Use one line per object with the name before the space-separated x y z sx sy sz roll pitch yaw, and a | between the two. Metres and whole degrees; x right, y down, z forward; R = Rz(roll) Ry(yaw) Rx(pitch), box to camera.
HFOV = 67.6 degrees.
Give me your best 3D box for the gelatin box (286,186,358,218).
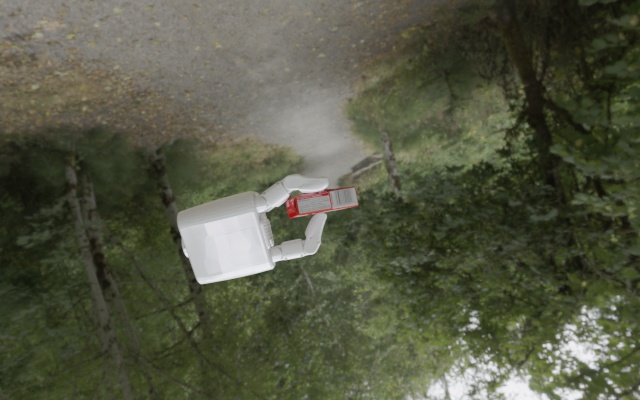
gelatin box | 0.001 0.003 0.675 0.089 0.030 0.073 -9 -2 -12
